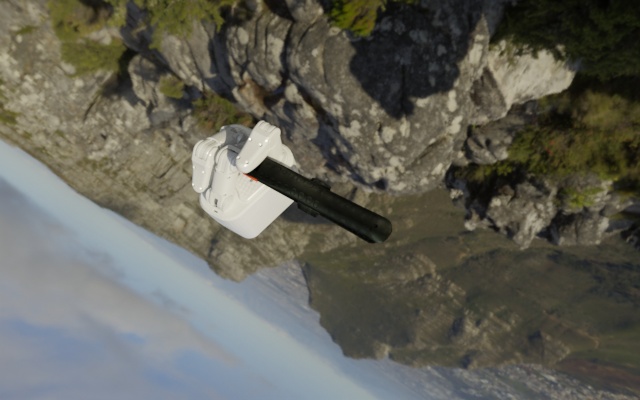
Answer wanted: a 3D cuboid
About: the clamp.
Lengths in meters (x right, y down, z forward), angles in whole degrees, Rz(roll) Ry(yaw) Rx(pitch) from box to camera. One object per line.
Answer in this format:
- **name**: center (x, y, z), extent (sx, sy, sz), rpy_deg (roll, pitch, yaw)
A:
- **clamp**: center (0.000, 0.002, 0.511), extent (0.171, 0.039, 0.120), rpy_deg (30, -9, 14)
